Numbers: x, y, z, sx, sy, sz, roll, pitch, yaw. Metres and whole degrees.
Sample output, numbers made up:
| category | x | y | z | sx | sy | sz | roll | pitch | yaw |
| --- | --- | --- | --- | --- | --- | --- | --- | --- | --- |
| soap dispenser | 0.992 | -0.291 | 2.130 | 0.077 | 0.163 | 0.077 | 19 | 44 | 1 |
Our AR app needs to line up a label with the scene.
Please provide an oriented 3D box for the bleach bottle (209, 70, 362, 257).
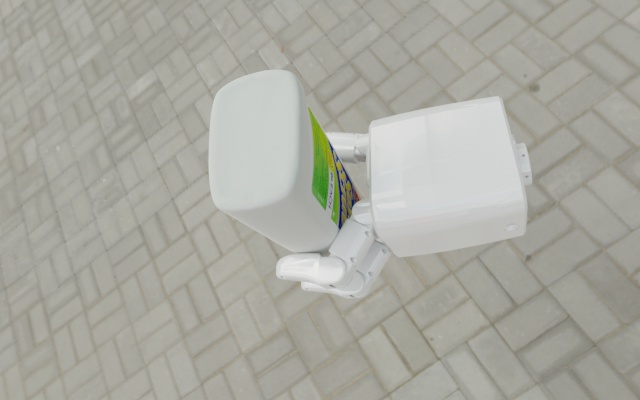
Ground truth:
| category | x | y | z | sx | sy | sz | roll | pitch | yaw |
| --- | --- | --- | --- | --- | --- | --- | --- | --- | --- |
| bleach bottle | 0.000 | 0.001 | 0.410 | 0.068 | 0.102 | 0.251 | -9 | -22 | 19 |
